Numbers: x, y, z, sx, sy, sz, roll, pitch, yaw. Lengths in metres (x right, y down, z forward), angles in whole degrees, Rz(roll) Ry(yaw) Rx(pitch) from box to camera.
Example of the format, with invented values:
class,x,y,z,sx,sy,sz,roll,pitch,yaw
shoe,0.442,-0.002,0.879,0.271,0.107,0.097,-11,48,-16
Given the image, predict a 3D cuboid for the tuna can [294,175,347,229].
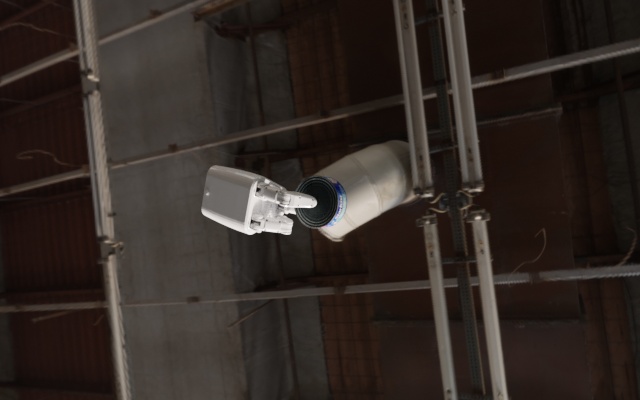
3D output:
class,x,y,z,sx,sy,sz,roll,pitch,yaw
tuna can,0.000,0.003,0.782,0.086,0.086,0.034,0,-1,32
